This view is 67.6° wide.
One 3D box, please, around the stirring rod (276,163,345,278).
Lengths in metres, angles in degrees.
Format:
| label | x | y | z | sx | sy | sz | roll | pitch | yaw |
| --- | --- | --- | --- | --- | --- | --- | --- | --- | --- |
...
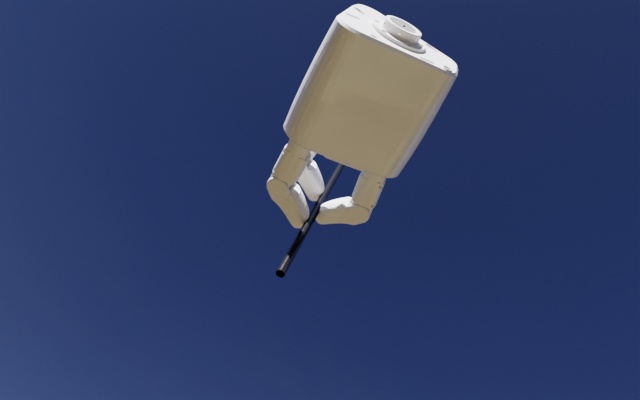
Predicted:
| label | x | y | z | sx | sy | sz | roll | pitch | yaw |
| --- | --- | --- | --- | --- | --- | --- | --- | --- | --- |
| stirring rod | 0.000 | 0.002 | 0.490 | 0.011 | 0.011 | 0.239 | 0 | 29 | 18 |
